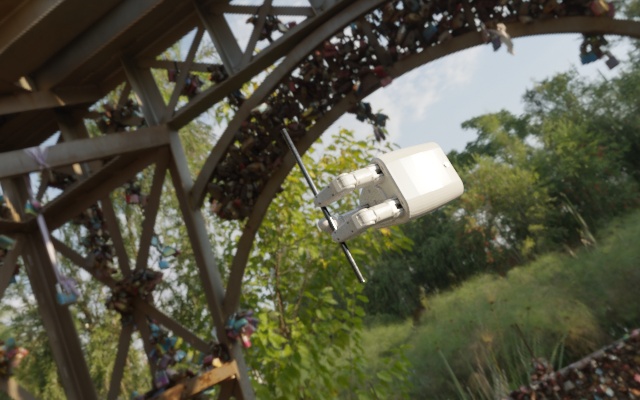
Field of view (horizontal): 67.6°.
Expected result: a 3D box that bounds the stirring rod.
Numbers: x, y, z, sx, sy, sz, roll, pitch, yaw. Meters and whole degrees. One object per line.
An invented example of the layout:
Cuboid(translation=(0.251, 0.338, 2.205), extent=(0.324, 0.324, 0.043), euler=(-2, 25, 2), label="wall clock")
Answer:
Cuboid(translation=(0.000, 0.002, 0.646), extent=(0.011, 0.239, 0.011), euler=(-25, -17, -8), label="stirring rod")
